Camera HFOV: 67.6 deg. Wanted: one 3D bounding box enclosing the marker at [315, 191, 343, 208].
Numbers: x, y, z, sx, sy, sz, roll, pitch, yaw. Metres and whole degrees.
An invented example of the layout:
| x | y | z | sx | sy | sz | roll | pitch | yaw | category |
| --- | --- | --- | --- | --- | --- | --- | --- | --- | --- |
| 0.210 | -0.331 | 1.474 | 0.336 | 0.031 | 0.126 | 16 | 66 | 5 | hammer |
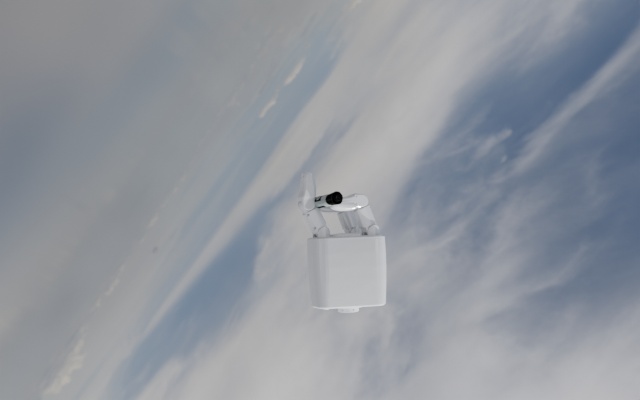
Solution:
| x | y | z | sx | sy | sz | roll | pitch | yaw | category |
| --- | --- | --- | --- | --- | --- | --- | --- | --- | --- |
| 0.000 | 0.002 | 0.713 | 0.020 | 0.020 | 0.121 | 0 | -6 | -25 | marker |
